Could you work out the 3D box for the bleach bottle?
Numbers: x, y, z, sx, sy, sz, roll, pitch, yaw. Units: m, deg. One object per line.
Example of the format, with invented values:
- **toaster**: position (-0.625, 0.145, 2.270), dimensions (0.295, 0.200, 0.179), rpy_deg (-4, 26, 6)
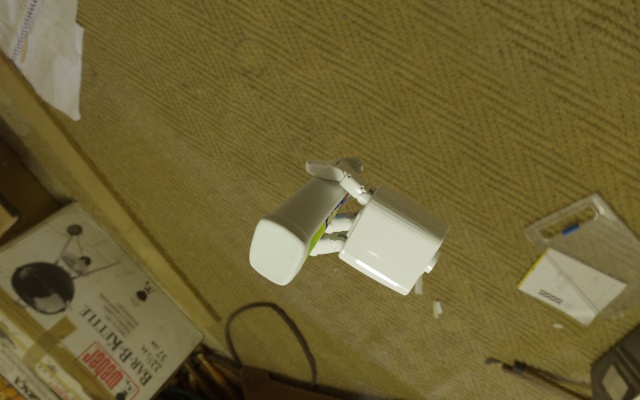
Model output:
- **bleach bottle**: position (0.000, 0.002, 0.662), dimensions (0.068, 0.103, 0.250), rpy_deg (32, 43, 9)
